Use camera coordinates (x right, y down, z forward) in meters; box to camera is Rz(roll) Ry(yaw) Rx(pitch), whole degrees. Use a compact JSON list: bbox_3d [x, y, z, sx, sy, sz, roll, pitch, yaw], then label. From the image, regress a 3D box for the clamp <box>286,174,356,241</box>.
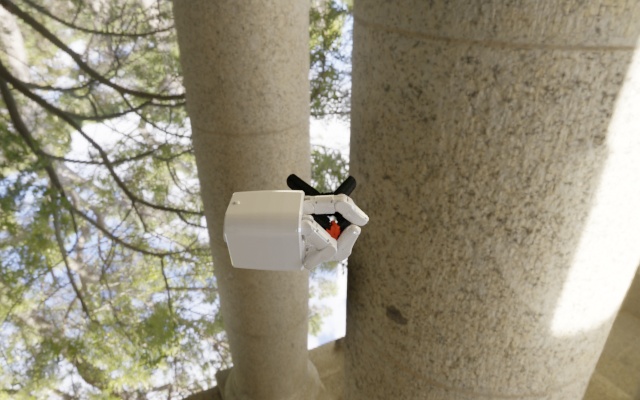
[{"bbox_3d":[0.000,0.003,0.767,0.120,0.039,0.171,1,29,1],"label":"clamp"}]
